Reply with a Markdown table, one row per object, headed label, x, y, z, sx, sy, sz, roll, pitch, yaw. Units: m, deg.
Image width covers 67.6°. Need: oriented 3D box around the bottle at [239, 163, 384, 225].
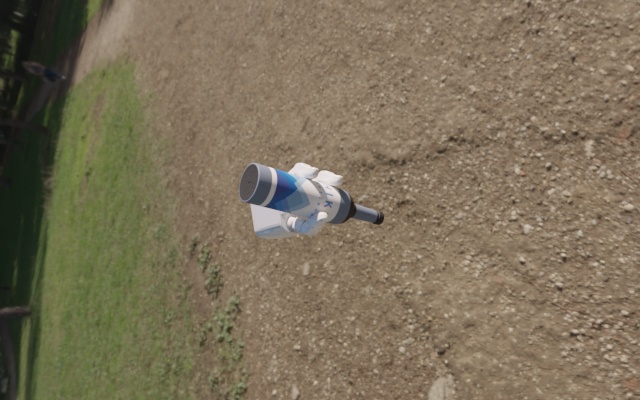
| label | x | y | z | sx | sy | sz | roll | pitch | yaw |
| --- | --- | --- | --- | --- | --- | --- | --- | --- | --- |
| bottle | 0.000 | 0.003 | 0.858 | 0.296 | 0.069 | 0.069 | 15 | -9 | -35 |
